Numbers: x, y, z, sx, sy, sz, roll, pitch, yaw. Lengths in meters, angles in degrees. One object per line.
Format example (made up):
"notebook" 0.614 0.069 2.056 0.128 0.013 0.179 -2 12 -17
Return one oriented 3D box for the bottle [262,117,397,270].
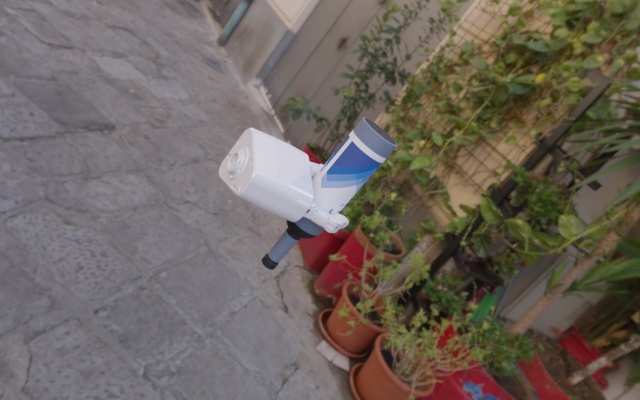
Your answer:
"bottle" 0.000 0.002 0.763 0.069 0.296 0.069 35 20 -15
